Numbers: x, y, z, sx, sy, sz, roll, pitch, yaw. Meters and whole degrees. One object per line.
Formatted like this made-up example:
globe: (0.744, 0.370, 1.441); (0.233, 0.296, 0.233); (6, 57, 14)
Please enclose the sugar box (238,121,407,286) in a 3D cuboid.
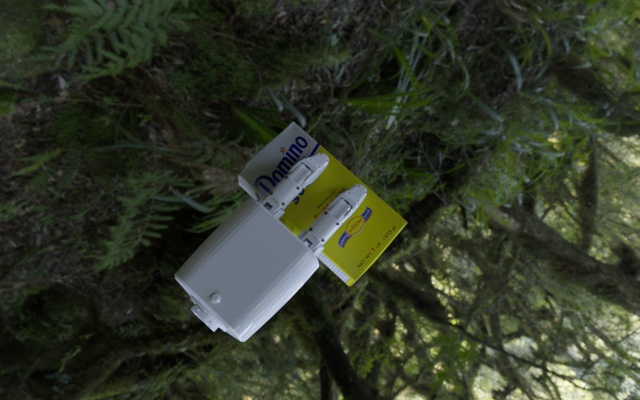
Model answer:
sugar box: (0.000, 0.002, 0.540); (0.176, 0.093, 0.048); (42, -18, 5)
